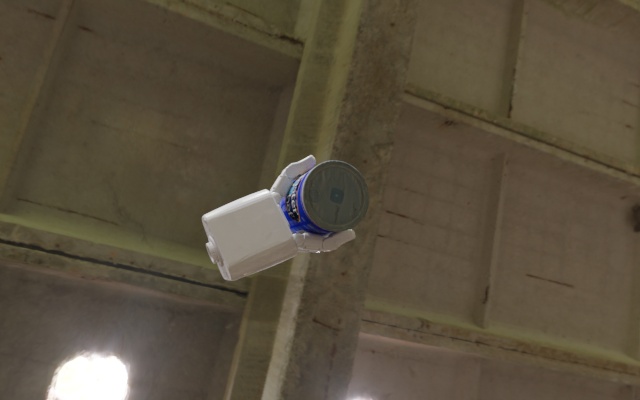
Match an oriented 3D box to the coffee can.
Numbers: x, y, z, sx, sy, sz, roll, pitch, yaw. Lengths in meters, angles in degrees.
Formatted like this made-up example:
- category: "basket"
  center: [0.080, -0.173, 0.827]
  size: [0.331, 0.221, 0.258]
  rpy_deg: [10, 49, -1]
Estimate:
- category: "coffee can"
  center: [0.000, 0.002, 0.744]
  size: [0.103, 0.103, 0.140]
  rpy_deg: [0, -8, -20]
